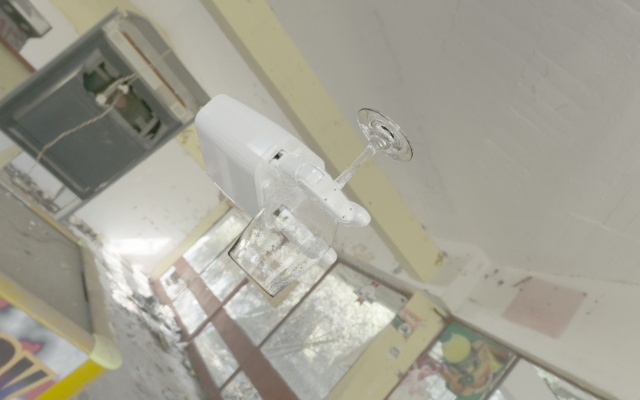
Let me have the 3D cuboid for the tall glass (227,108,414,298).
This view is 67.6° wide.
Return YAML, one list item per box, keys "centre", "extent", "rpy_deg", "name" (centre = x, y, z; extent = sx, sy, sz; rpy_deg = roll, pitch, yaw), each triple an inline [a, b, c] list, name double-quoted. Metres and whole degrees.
- centre: [0.001, 0.001, 0.475]
  extent: [0.079, 0.201, 0.079]
  rpy_deg: [41, -14, 12]
  name: "tall glass"
